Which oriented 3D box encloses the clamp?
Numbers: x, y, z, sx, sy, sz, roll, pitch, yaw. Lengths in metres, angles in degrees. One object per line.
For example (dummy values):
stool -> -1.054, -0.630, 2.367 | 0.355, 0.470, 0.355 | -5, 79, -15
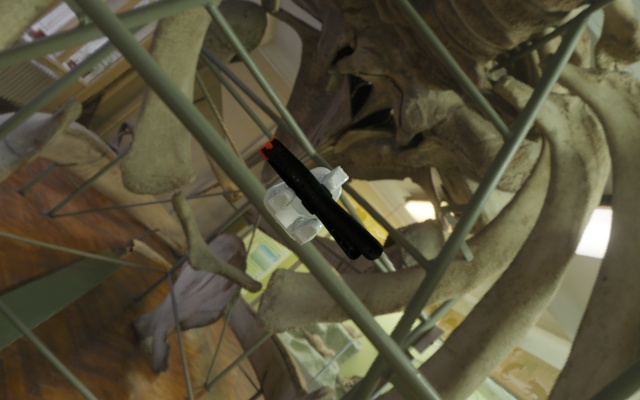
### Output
clamp -> 0.000, 0.001, 0.622 | 0.036, 0.210, 0.164 | -41, 5, -9
